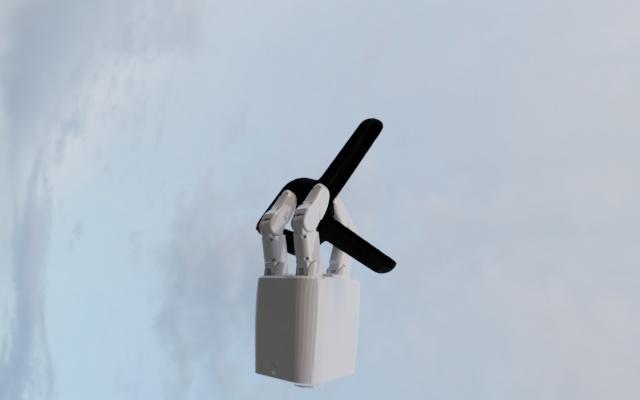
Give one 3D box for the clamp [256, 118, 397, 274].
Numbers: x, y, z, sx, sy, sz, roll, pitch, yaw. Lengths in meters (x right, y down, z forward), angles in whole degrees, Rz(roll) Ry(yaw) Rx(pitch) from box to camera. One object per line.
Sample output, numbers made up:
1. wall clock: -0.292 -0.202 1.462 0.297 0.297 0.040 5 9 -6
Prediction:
1. clamp: 0.000 0.002 0.552 0.036 0.164 0.210 13 -15 -42
